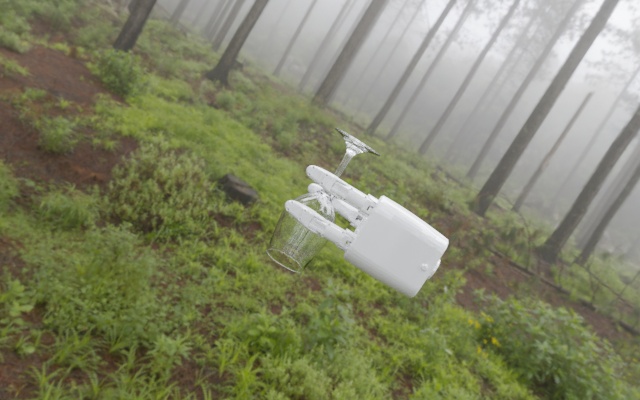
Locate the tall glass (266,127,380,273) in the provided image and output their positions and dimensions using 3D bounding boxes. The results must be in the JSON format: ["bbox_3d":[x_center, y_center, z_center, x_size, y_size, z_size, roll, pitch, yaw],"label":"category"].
[{"bbox_3d":[0.000,0.002,0.676,0.079,0.201,0.079,32,6,-4],"label":"tall glass"}]
